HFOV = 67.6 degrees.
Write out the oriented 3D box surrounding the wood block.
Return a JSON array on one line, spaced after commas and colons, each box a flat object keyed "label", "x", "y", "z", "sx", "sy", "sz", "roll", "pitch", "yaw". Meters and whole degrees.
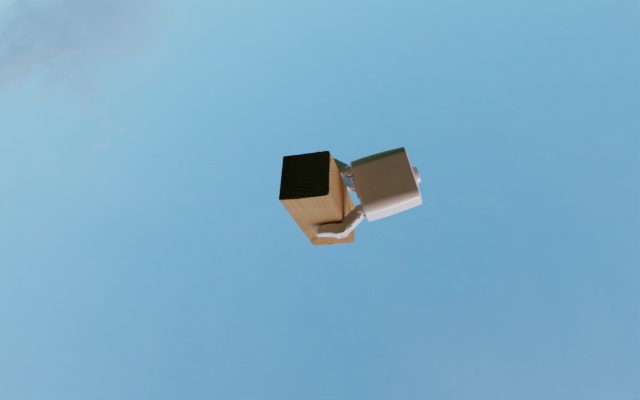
[{"label": "wood block", "x": 0.001, "y": 0.003, "z": 0.900, "sx": 0.090, "sy": 0.090, "sz": 0.206, "roll": -6, "pitch": -29, "yaw": 15}]
